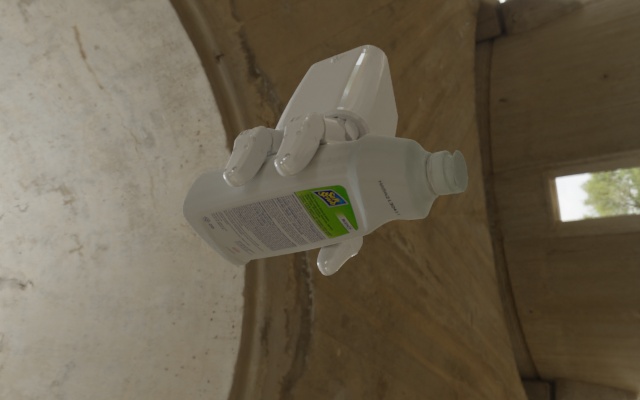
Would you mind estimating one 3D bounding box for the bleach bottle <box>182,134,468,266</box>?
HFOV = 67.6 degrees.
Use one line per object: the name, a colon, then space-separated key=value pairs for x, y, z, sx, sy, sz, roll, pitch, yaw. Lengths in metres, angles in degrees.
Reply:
bleach bottle: x=0.000 y=0.001 z=0.406 sx=0.251 sy=0.068 sz=0.103 roll=-9 pitch=-45 yaw=35
